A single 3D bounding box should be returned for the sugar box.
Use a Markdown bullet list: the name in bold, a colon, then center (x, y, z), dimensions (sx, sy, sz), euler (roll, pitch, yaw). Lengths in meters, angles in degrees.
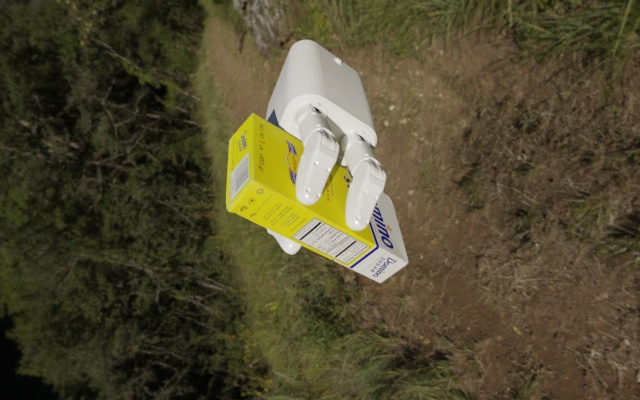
- **sugar box**: center (0.000, 0.001, 0.435), dimensions (0.176, 0.093, 0.048), euler (26, -54, -29)
